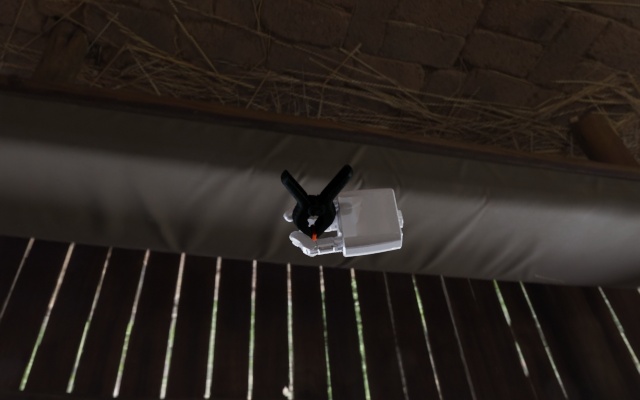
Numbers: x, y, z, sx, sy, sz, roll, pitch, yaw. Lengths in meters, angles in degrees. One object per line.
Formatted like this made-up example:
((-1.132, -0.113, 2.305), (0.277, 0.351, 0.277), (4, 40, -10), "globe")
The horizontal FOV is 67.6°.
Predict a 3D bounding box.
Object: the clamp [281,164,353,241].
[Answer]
((0.000, 0.003, 0.831), (0.120, 0.039, 0.172), (-7, -41, -1), "clamp")
